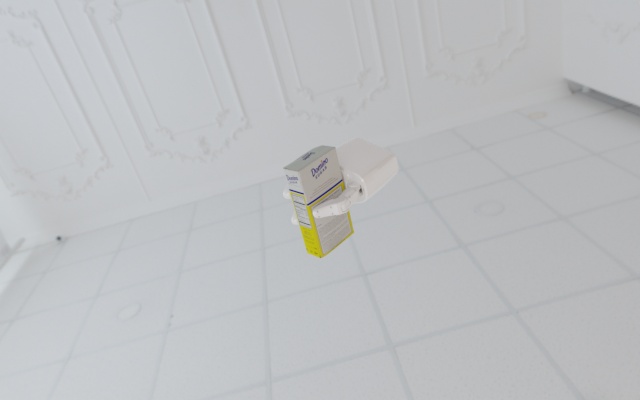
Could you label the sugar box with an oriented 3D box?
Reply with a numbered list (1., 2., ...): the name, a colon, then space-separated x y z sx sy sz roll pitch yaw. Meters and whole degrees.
1. sugar box: 0.000 0.003 0.824 0.048 0.176 0.093 13 38 43
